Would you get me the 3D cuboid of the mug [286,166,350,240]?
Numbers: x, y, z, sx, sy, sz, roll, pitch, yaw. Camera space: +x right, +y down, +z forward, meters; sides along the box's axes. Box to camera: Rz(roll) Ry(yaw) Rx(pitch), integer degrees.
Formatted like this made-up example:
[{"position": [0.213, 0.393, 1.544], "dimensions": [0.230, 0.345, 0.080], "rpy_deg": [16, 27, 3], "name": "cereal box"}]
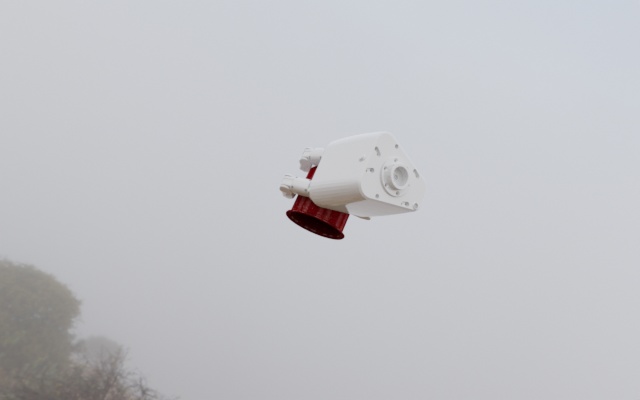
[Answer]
[{"position": [-0.001, 0.002, 0.718], "dimensions": [0.093, 0.081, 0.117], "rpy_deg": [33, -20, -28], "name": "mug"}]
